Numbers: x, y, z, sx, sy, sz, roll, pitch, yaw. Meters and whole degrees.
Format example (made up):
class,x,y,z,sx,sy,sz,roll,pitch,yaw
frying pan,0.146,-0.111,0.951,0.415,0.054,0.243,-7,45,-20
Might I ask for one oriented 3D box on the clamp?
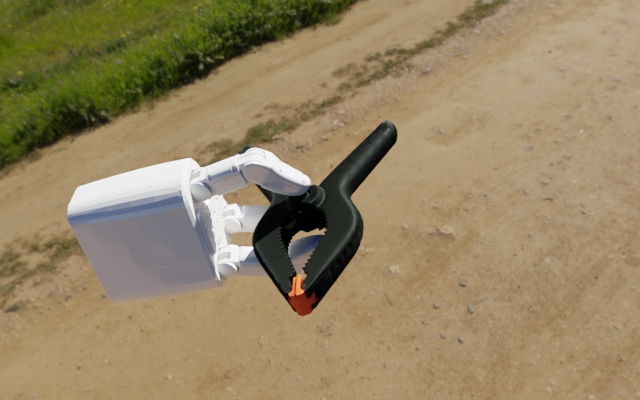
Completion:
class,x,y,z,sx,sy,sz,roll,pitch,yaw
clamp,0.000,0.001,0.420,0.164,0.036,0.209,-14,42,8
